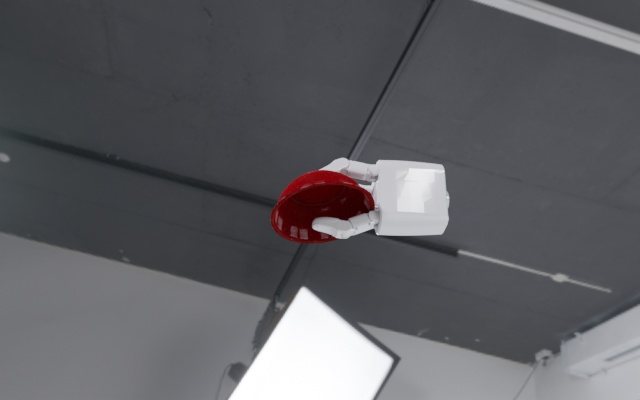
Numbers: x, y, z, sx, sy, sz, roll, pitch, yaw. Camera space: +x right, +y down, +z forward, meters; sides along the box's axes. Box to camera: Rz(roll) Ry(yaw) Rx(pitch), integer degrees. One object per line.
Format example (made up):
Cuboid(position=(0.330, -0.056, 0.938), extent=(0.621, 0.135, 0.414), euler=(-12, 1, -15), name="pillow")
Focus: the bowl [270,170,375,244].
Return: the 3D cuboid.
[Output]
Cuboid(position=(-0.001, 0.002, 0.741), extent=(0.162, 0.055, 0.162), euler=(-8, -35, -6), name="bowl")
